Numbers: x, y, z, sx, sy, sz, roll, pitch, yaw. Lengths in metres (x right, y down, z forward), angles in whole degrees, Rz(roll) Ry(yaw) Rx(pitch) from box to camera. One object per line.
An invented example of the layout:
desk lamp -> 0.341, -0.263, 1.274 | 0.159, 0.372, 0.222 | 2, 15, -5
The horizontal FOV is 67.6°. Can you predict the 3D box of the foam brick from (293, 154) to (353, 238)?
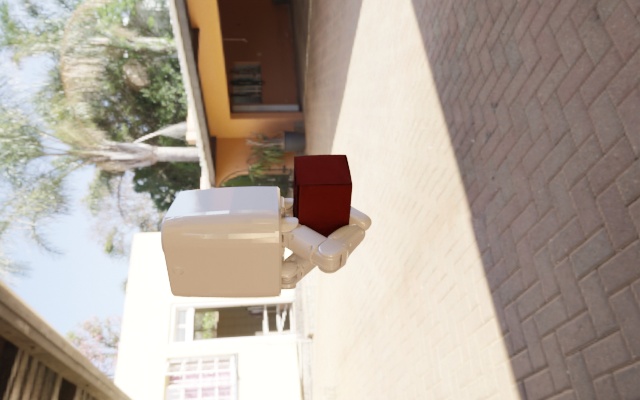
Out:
foam brick -> 0.000, 0.001, 0.459 | 0.051, 0.078, 0.053 | 0, 35, -5
